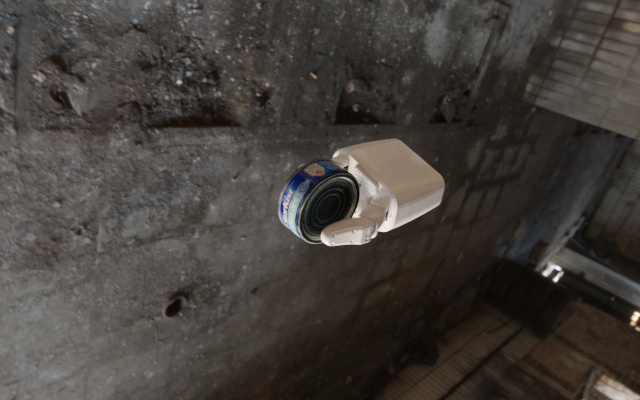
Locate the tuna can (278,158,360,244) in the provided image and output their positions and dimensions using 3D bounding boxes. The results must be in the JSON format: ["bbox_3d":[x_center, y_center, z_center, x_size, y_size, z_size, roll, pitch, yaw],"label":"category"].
[{"bbox_3d":[0.000,0.002,0.497,0.086,0.086,0.033,0,27,-45],"label":"tuna can"}]
